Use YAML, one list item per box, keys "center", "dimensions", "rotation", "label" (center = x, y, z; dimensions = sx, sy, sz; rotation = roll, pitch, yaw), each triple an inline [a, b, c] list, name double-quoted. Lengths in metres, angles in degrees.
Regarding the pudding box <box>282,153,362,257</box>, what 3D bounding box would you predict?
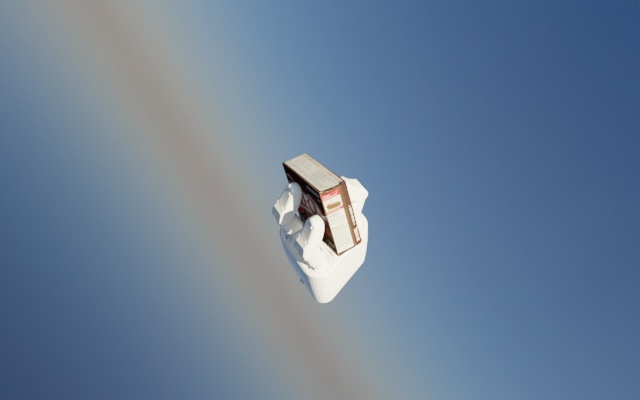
- center: [0.000, 0.002, 0.579]
  dimensions: [0.039, 0.090, 0.113]
  rotation: [-28, 31, -17]
  label: "pudding box"
